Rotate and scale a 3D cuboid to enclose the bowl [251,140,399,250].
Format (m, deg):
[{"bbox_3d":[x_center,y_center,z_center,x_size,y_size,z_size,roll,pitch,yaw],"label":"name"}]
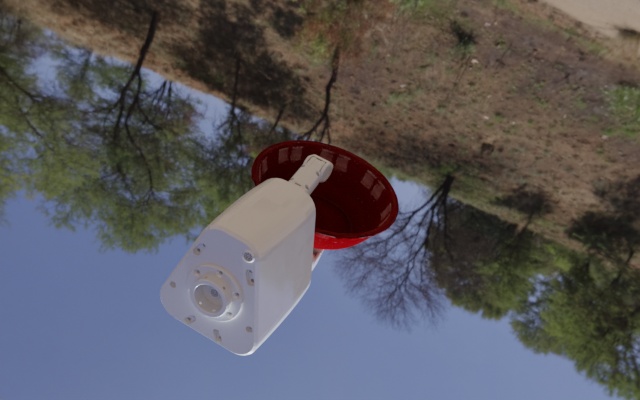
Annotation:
[{"bbox_3d":[0.001,0.002,0.521,0.162,0.055,0.162,12,38,-10],"label":"bowl"}]
